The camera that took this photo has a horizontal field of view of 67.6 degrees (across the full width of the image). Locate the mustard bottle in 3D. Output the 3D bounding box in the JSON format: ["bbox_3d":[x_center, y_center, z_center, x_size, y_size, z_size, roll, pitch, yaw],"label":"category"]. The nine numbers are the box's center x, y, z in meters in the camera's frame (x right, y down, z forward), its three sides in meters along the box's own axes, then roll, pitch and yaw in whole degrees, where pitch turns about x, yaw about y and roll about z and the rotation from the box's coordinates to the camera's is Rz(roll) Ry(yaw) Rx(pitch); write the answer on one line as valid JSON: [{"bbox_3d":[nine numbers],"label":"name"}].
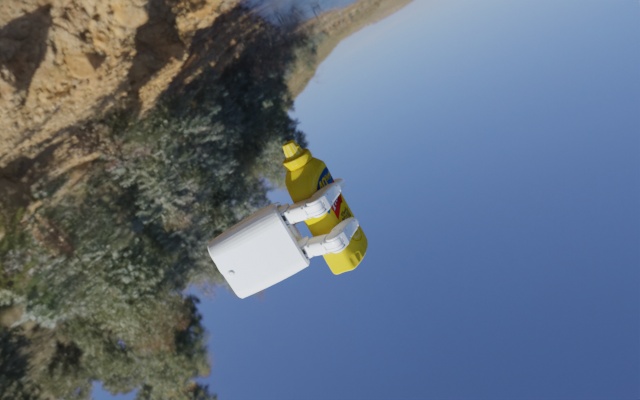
[{"bbox_3d":[0.001,0.002,0.670,0.058,0.192,0.096,-20,20,26],"label":"mustard bottle"}]
